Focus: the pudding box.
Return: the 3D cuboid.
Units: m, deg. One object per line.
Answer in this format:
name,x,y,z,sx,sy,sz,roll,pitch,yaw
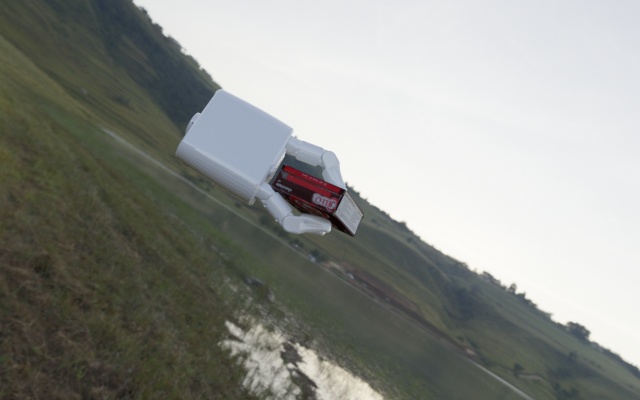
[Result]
pudding box,0.000,0.002,0.603,0.090,0.039,0.113,25,-7,23
